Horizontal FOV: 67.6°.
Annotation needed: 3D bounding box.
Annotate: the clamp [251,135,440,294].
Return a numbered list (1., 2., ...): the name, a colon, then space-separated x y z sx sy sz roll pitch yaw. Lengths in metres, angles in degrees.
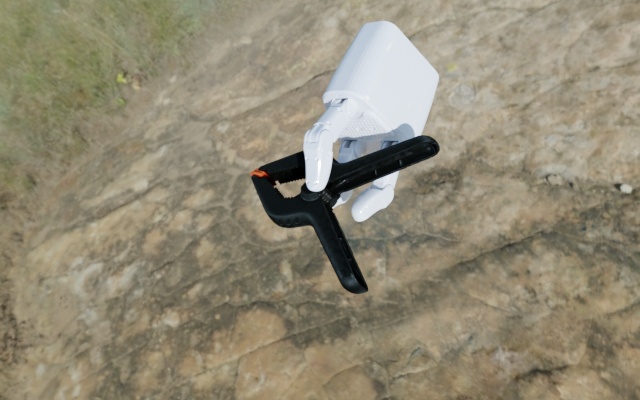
1. clamp: -0.001 0.001 0.485 0.210 0.164 0.036 7 -28 39
